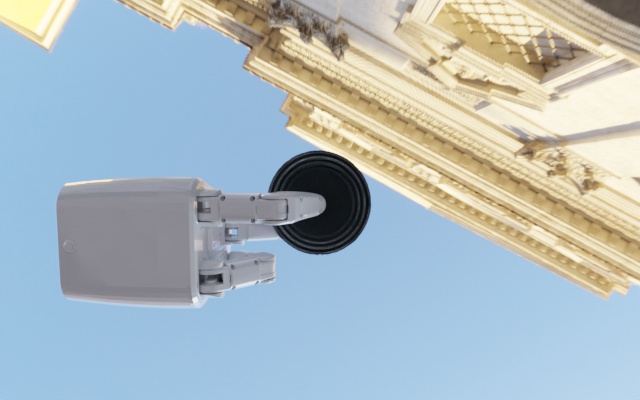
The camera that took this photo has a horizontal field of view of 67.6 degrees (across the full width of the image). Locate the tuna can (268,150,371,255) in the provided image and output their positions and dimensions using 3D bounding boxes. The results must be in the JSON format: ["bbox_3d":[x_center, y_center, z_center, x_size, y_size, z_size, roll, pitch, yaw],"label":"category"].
[{"bbox_3d":[0.000,0.001,0.405,0.086,0.086,0.034,0,3,7],"label":"tuna can"}]
